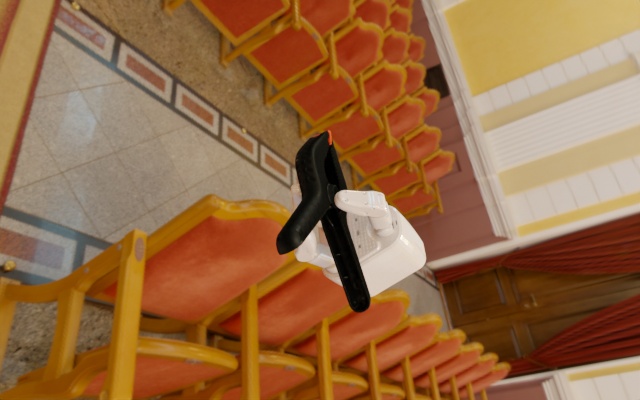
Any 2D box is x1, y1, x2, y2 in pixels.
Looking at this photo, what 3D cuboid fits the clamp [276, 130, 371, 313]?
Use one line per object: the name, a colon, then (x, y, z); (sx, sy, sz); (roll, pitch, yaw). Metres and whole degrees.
clamp: (0.001, 0.001, 0.515); (0.036, 0.209, 0.165); (-19, -33, 21)
